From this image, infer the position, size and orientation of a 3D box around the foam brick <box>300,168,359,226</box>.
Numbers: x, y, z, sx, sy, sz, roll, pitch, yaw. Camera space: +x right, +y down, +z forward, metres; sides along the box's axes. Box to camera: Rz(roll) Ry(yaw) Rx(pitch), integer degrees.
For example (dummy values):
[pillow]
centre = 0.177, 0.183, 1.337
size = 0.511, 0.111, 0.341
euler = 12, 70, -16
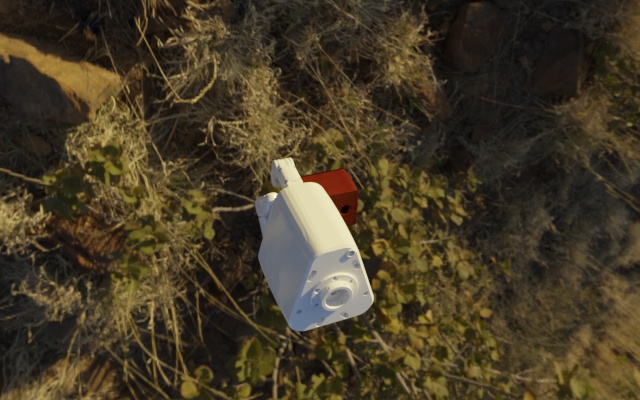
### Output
[foam brick]
centre = 0.000, 0.002, 0.564
size = 0.078, 0.053, 0.051
euler = -12, 38, -17
